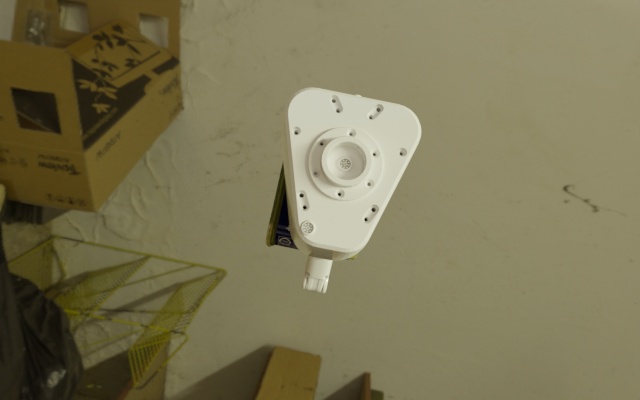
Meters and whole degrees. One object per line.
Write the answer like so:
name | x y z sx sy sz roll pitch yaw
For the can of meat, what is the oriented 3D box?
can of meat | 0.000 0.002 0.457 0.084 0.102 0.057 11 -11 -1
